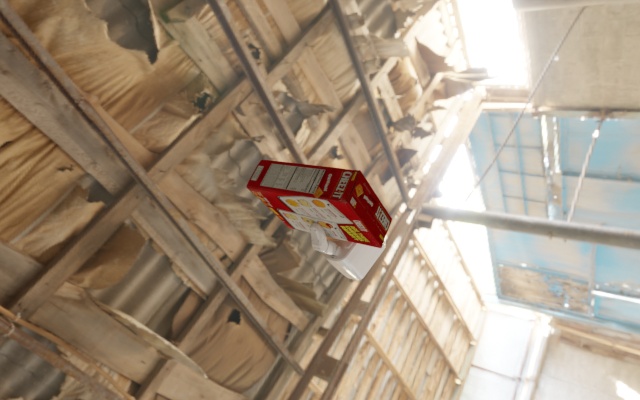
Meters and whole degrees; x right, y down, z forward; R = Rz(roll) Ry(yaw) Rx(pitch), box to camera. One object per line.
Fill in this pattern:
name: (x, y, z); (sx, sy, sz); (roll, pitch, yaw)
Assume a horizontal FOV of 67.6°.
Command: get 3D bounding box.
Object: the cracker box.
cracker box: (0.000, 0.003, 0.857); (0.213, 0.072, 0.164); (9, -26, 34)
